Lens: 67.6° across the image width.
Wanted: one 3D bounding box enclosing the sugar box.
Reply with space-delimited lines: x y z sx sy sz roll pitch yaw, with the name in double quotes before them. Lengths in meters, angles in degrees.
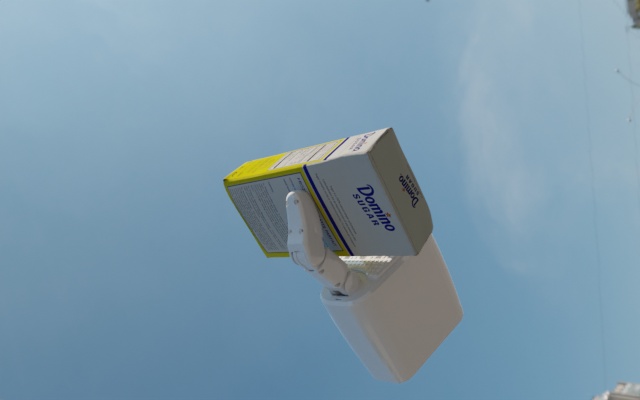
"sugar box" 0.000 0.001 0.409 0.176 0.093 0.048 -8 29 42
